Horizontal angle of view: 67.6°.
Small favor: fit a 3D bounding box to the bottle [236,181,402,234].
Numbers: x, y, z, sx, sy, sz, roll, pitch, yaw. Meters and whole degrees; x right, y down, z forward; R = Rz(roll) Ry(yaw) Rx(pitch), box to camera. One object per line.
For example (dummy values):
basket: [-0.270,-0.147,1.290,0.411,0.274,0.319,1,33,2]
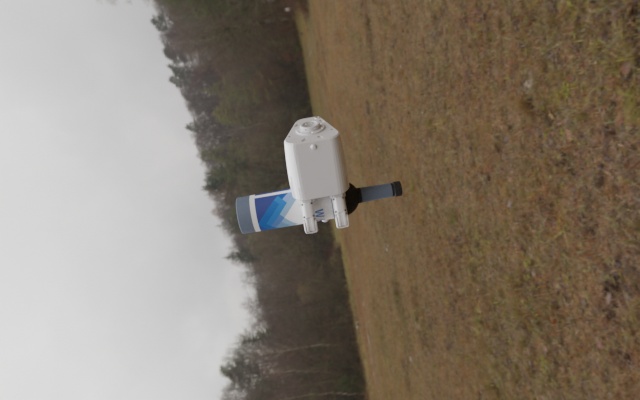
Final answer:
bottle: [0.000,0.003,0.862,0.296,0.069,0.069,-10,0,0]
